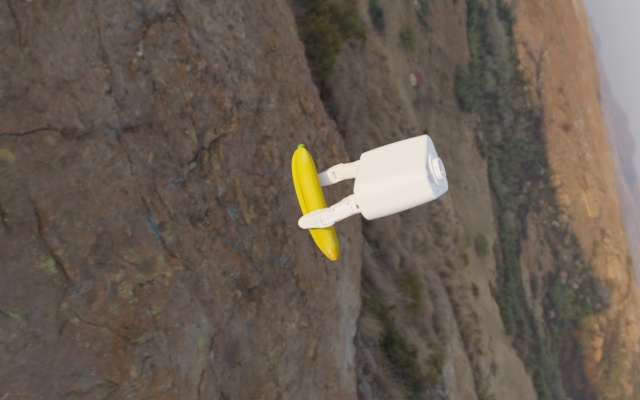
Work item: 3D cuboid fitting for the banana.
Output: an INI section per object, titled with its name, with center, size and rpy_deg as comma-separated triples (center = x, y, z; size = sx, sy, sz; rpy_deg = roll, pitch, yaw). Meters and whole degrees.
[banana]
center = -0.008, -0.001, 0.746
size = 0.037, 0.198, 0.069
rpy_deg = -18, -7, 22
